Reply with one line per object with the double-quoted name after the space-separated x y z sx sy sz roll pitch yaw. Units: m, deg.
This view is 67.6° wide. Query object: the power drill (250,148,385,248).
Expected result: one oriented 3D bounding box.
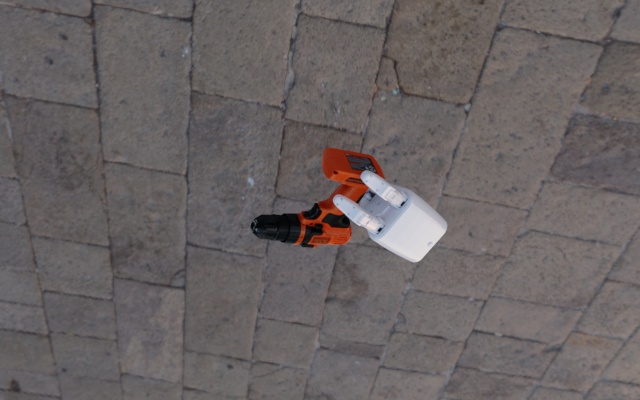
0.001 0.002 0.759 0.184 0.057 0.188 5 -43 -33 "power drill"
